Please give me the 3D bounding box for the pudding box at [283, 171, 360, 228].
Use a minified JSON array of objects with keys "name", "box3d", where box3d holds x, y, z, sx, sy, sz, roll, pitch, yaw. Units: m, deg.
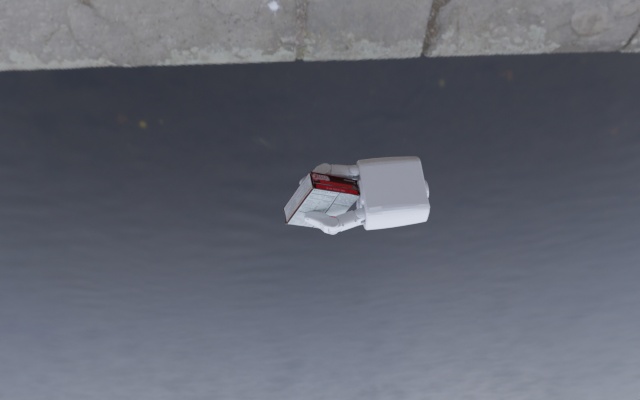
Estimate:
[{"name":"pudding box","box3d":[0.000,0.003,0.801,0.090,0.039,0.113,10,-40,-26]}]
